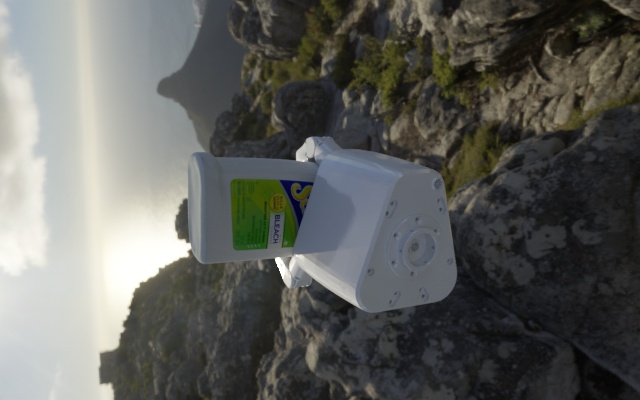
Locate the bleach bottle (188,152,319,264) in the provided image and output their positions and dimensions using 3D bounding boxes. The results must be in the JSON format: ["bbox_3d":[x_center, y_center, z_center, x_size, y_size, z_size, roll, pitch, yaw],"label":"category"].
[{"bbox_3d":[0.000,0.002,0.479,0.251,0.102,0.068,-4,13,-26],"label":"bleach bottle"}]
